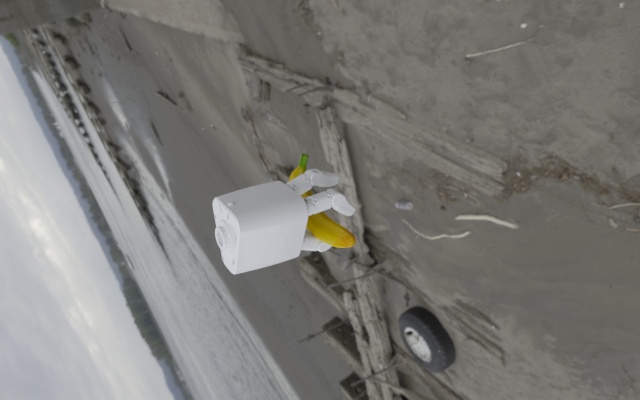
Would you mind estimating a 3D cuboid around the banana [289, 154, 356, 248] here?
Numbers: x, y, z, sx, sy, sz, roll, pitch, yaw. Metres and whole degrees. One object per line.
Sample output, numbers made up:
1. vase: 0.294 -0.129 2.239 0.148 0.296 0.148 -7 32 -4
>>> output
1. banana: -0.009 0.013 0.763 0.037 0.197 0.070 -1 -43 -36
